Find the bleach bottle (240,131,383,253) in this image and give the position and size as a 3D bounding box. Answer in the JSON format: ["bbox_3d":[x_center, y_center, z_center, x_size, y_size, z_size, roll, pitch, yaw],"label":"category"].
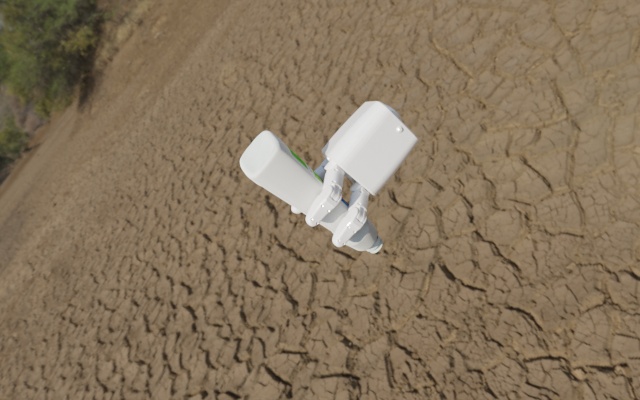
[{"bbox_3d":[0.000,0.002,0.713,0.251,0.068,0.102,38,5,-29],"label":"bleach bottle"}]
